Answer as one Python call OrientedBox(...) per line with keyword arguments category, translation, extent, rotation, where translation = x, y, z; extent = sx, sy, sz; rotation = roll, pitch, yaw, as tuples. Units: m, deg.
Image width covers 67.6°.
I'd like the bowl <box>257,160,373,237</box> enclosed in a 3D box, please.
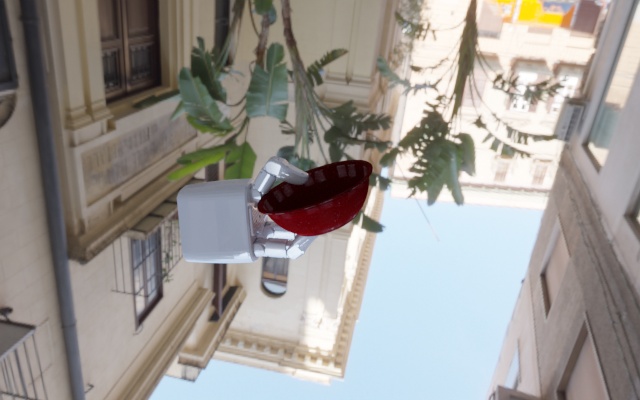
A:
OrientedBox(category="bowl", translation=(0.001, 0.002, 0.637), extent=(0.162, 0.055, 0.162), rotation=(-19, 18, 6))
